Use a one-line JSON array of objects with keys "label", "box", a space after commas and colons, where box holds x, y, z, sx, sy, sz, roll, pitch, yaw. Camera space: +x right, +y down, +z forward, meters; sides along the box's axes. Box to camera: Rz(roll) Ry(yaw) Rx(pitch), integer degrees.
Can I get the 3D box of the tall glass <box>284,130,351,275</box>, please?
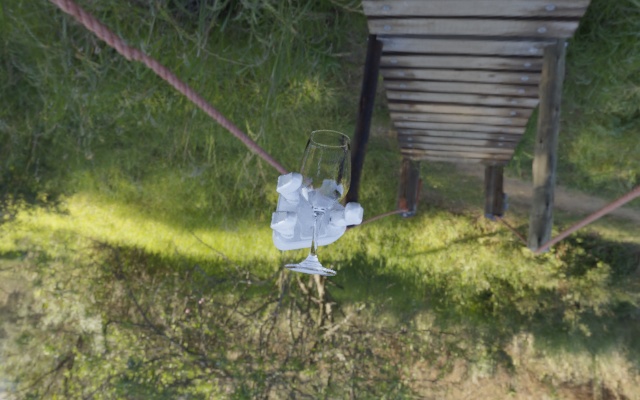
[{"label": "tall glass", "box": [0.000, 0.003, 0.688, 0.079, 0.201, 0.079, 8, -14, 2]}]
